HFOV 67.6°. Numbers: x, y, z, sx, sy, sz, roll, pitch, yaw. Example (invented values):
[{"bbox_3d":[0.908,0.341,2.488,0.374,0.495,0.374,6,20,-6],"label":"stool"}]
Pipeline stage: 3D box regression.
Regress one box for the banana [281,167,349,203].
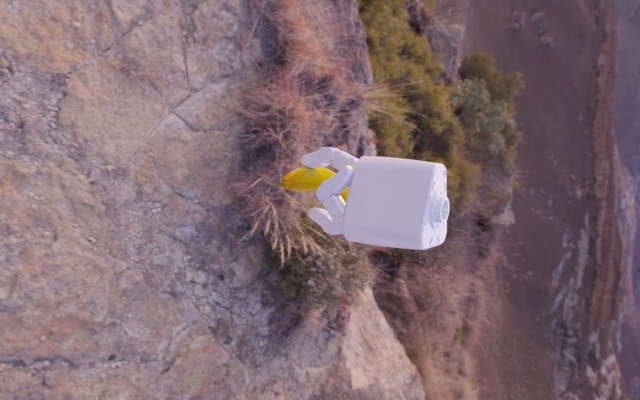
[{"bbox_3d":[0.007,-0.013,0.731,0.037,0.069,0.198,8,-19,32],"label":"banana"}]
